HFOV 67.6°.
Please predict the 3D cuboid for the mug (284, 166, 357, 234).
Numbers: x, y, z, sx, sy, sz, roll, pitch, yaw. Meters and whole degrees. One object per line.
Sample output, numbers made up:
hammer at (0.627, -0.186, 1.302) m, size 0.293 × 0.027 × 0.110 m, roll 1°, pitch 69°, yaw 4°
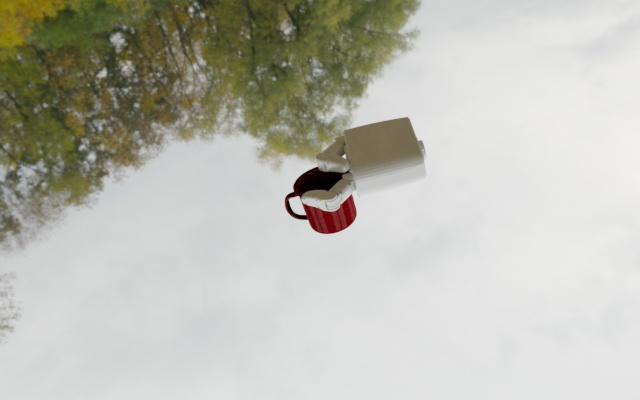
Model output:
mug at (-0.001, 0.003, 0.771) m, size 0.117 × 0.081 × 0.093 m, roll -13°, pitch 33°, yaw 8°
